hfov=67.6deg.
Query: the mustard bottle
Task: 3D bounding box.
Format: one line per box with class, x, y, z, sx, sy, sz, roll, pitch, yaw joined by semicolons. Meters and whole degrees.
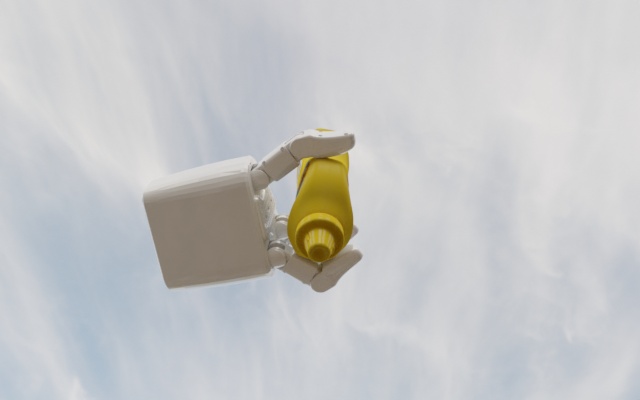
mustard bottle;0.000;0.001;0.462;0.058;0.096;0.191;11;25;-3
